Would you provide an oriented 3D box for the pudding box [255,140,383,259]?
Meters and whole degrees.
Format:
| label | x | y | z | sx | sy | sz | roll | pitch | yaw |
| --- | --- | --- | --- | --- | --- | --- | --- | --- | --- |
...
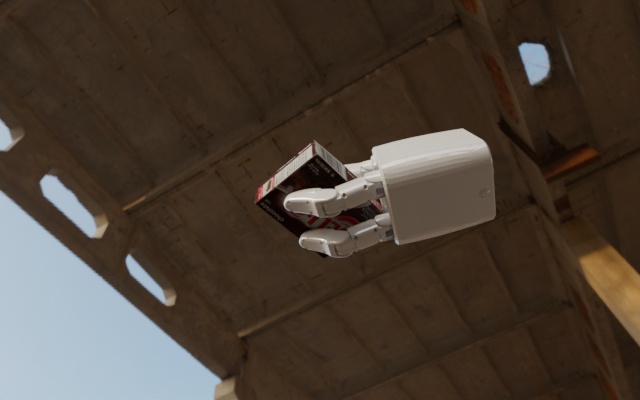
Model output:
| label | x | y | z | sx | sy | sz | roll | pitch | yaw |
| --- | --- | --- | --- | --- | --- | --- | --- | --- | --- |
| pudding box | 0.000 | 0.002 | 0.520 | 0.090 | 0.113 | 0.039 | -37 | 27 | 22 |
